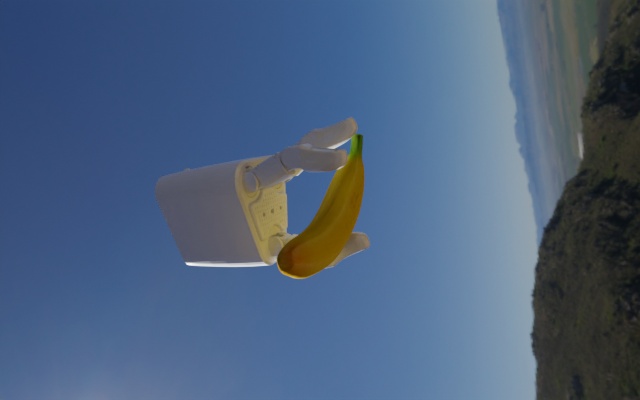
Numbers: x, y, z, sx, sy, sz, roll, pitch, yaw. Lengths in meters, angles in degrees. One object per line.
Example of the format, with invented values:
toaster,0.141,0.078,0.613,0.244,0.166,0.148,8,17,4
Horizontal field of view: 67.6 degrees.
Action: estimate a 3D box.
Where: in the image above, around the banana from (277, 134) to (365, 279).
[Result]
banana,0.006,0.015,0.432,0.037,0.070,0.197,-3,34,23
